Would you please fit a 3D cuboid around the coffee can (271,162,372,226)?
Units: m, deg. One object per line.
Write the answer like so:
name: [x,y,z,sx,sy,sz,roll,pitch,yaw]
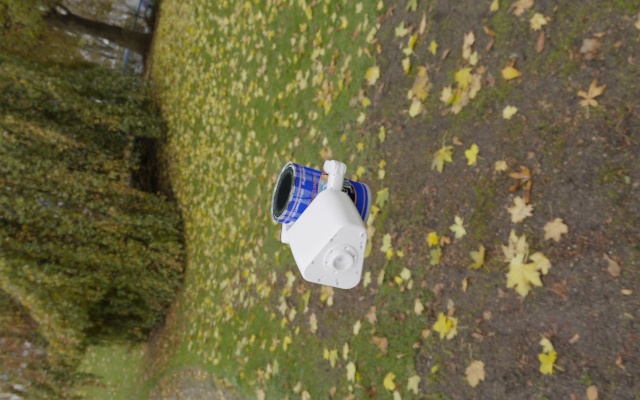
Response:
coffee can: [0.000,0.003,0.805,0.140,0.103,0.103,15,-6,-21]
